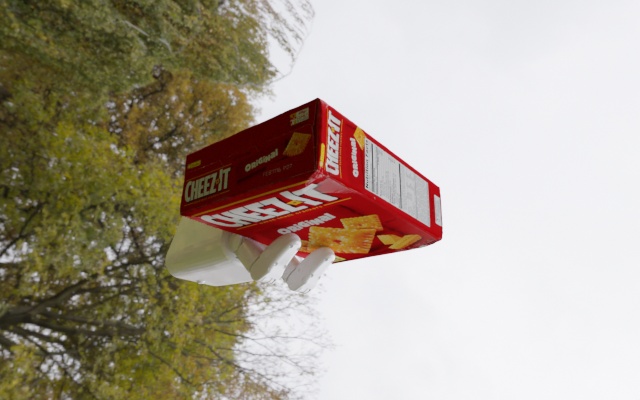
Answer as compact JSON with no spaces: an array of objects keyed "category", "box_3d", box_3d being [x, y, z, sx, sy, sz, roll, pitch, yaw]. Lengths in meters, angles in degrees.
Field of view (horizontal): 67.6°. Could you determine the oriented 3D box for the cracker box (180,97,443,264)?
[{"category":"cracker box","box_3d":[0.000,0.001,0.471,0.164,0.072,0.214,-16,-27,35]}]
